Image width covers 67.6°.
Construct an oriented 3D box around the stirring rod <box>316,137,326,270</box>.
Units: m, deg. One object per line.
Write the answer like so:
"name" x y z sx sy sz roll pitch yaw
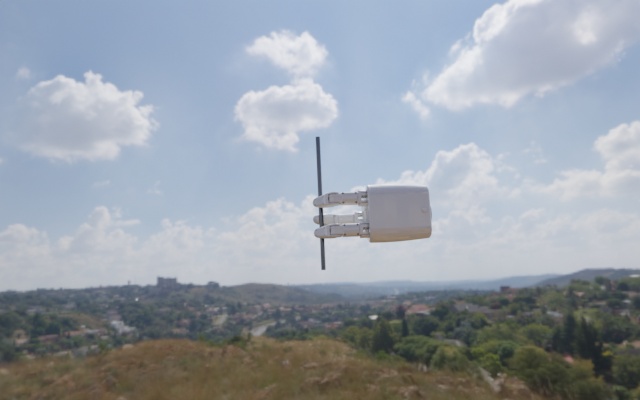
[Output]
"stirring rod" 0.000 0.003 0.852 0.011 0.239 0.011 -2 -9 0
